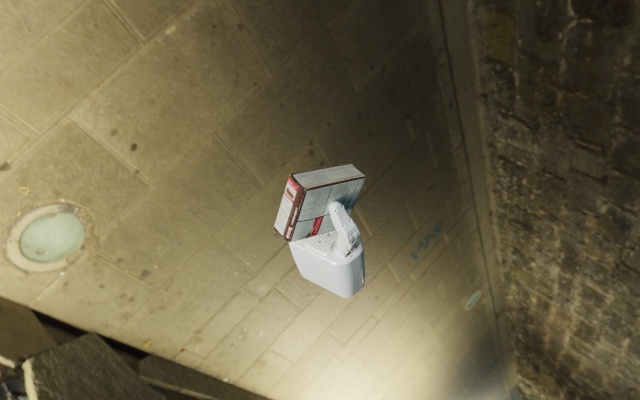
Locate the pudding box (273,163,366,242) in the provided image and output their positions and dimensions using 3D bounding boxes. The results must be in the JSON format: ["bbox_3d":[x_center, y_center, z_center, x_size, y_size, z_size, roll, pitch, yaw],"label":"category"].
[{"bbox_3d":[0.000,0.002,0.638,0.113,0.090,0.039,-15,45,-42],"label":"pudding box"}]
